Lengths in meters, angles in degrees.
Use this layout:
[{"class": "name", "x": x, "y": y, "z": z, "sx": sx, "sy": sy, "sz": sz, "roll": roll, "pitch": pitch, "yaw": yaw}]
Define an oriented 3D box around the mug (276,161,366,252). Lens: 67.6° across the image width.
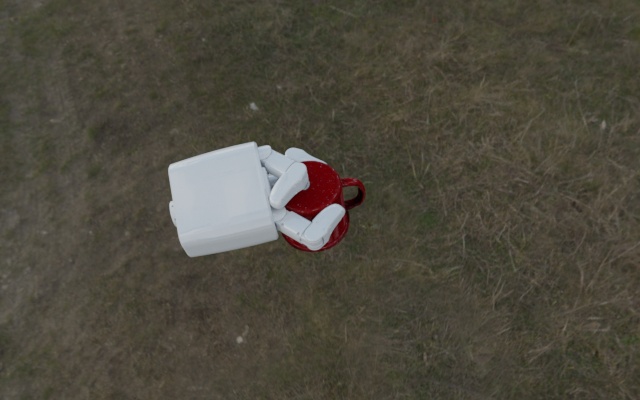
[{"class": "mug", "x": 0.001, "y": 0.002, "z": 0.596, "sx": 0.117, "sy": 0.093, "sz": 0.082, "roll": -14, "pitch": -35, "yaw": -3}]
